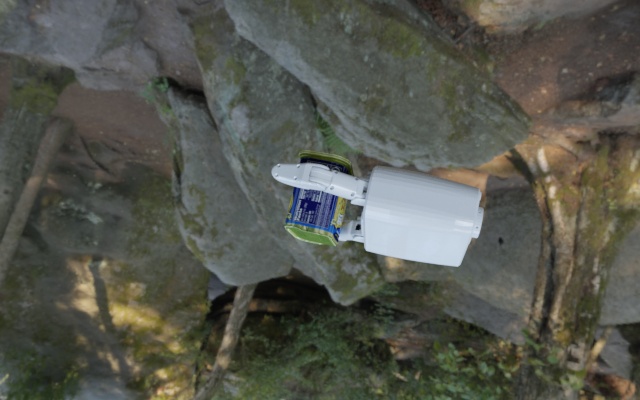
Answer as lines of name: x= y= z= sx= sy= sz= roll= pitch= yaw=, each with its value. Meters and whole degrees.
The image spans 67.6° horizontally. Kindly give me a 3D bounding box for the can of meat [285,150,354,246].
can of meat: x=0.000 y=0.002 z=0.529 sx=0.057 sy=0.084 sz=0.102 roll=11 pitch=-11 yaw=10
